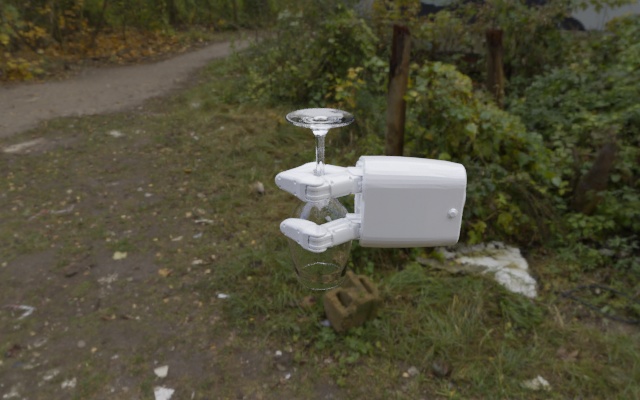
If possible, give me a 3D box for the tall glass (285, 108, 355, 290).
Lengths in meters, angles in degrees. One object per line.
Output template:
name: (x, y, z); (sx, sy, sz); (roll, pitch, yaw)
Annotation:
tall glass: (0.000, 0.001, 0.547); (0.079, 0.201, 0.079); (0, 24, 0)
